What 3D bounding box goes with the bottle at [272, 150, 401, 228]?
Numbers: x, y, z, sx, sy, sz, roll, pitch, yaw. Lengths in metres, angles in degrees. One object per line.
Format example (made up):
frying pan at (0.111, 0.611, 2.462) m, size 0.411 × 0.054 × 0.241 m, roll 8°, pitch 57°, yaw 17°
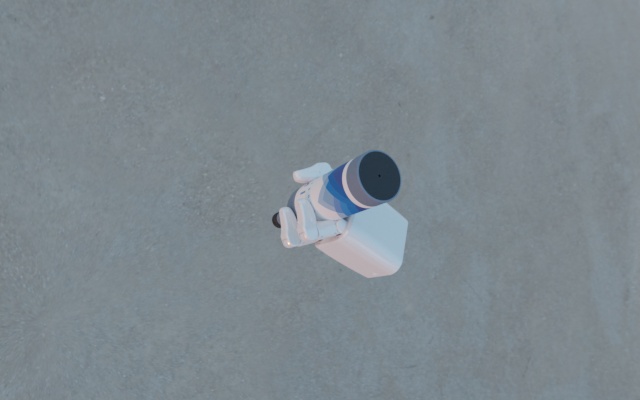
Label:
bottle at (0.000, 0.002, 0.701) m, size 0.069 × 0.069 × 0.296 m, roll 0°, pitch -13°, yaw -30°
